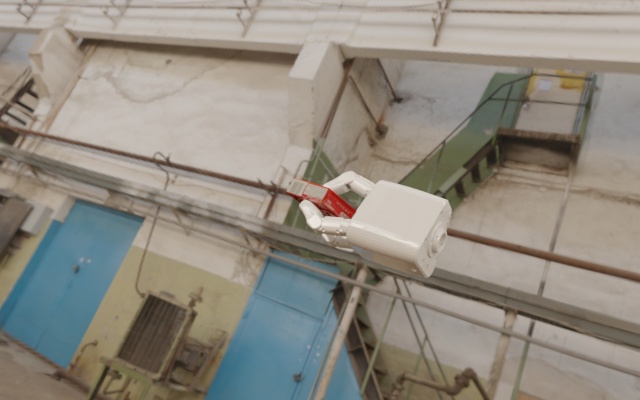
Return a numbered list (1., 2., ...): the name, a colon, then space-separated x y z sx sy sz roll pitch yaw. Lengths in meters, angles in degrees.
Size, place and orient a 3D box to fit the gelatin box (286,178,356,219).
1. gelatin box: 0.000 0.002 0.747 0.089 0.030 0.073 18 -16 46
